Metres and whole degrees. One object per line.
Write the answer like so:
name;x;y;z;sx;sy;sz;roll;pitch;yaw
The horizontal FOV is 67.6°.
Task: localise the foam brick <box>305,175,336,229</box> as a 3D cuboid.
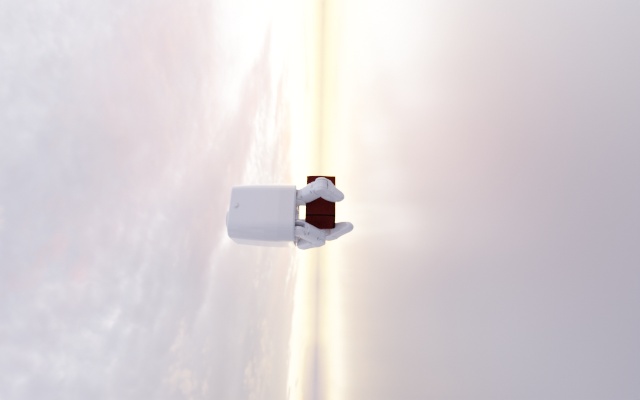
foam brick;0.000;0.002;0.804;0.051;0.078;0.053;1;-30;0
